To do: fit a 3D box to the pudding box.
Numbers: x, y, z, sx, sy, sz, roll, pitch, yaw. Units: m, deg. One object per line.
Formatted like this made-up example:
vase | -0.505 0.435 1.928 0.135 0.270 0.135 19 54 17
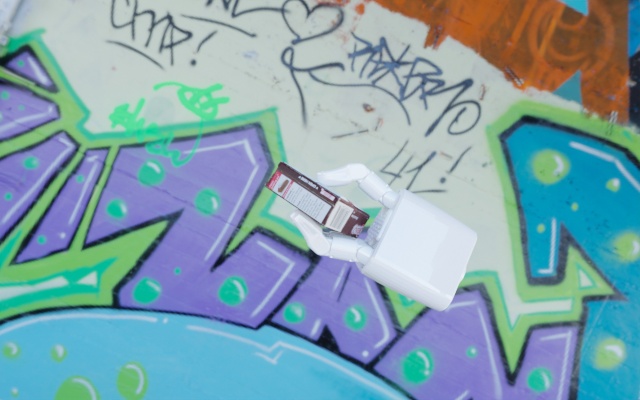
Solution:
pudding box | 0.000 0.002 0.563 0.090 0.039 0.113 32 0 25
